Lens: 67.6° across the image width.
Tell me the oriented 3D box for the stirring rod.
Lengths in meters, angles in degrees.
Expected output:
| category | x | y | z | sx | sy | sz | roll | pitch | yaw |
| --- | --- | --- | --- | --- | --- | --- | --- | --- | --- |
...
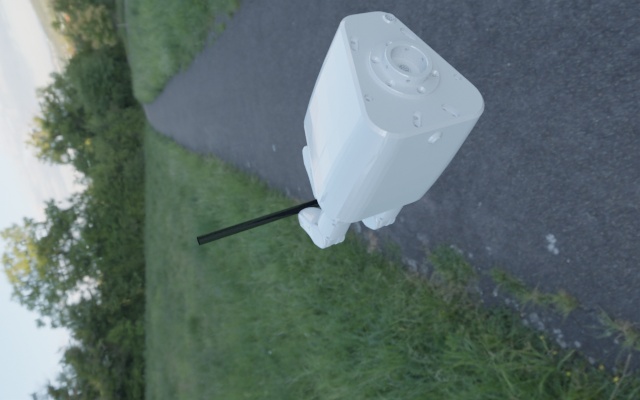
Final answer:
| category | x | y | z | sx | sy | sz | roll | pitch | yaw |
| --- | --- | --- | --- | --- | --- | --- | --- | --- | --- |
| stirring rod | 0.000 | 0.001 | 0.458 | 0.239 | 0.011 | 0.011 | -18 | 7 | -23 |
